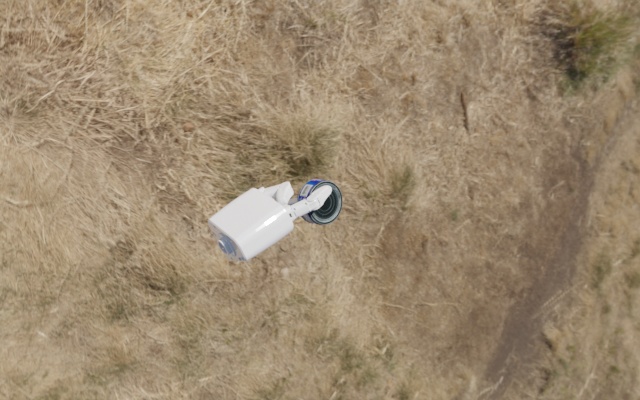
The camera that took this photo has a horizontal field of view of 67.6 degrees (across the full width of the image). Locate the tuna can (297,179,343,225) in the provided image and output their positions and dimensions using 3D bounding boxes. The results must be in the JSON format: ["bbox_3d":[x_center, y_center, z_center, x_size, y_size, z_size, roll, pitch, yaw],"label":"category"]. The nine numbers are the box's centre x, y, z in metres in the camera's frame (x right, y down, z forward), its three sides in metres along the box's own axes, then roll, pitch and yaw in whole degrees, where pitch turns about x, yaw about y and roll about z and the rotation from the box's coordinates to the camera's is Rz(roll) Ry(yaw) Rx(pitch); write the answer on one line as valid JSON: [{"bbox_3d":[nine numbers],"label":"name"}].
[{"bbox_3d":[0.001,0.003,0.898,0.086,0.086,0.034,0,5,-38],"label":"tuna can"}]
